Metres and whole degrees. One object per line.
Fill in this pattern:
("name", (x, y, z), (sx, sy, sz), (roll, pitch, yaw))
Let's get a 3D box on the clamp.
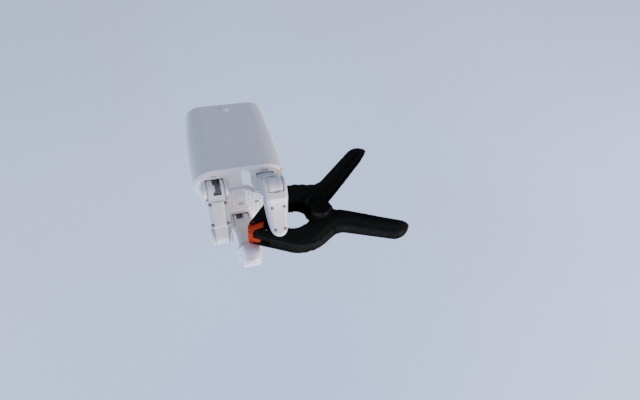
("clamp", (0.000, 0.002, 0.527), (0.171, 0.120, 0.039), (-9, -35, -15))
